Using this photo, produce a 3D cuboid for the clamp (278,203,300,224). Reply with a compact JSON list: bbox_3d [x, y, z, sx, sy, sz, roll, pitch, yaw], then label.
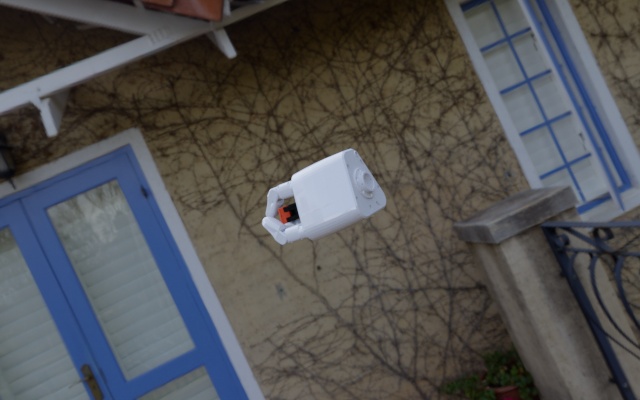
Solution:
[{"bbox_3d":[0.000,0.002,0.837,0.120,0.039,0.171,-23,2,36],"label":"clamp"}]
